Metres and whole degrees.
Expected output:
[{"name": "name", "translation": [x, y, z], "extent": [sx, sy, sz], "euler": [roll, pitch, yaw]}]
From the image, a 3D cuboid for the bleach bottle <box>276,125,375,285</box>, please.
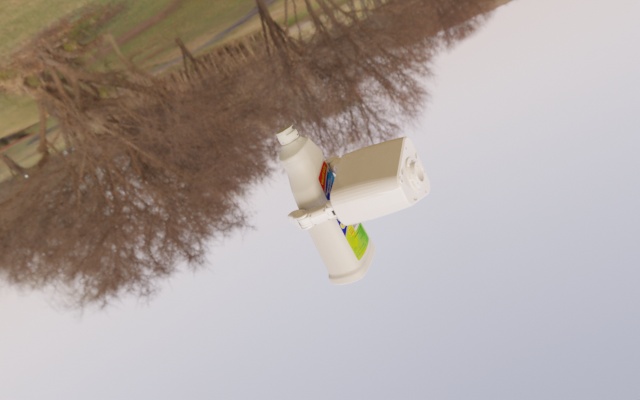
[{"name": "bleach bottle", "translation": [0.000, 0.002, 0.743], "extent": [0.068, 0.251, 0.102], "euler": [-18, 21, 31]}]
